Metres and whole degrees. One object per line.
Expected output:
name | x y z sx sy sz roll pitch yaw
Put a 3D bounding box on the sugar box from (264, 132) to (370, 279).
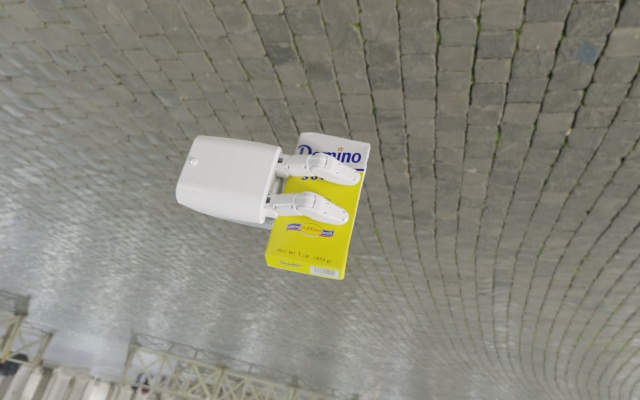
sugar box | 0.000 0.002 0.584 0.093 0.176 0.048 11 -25 5
